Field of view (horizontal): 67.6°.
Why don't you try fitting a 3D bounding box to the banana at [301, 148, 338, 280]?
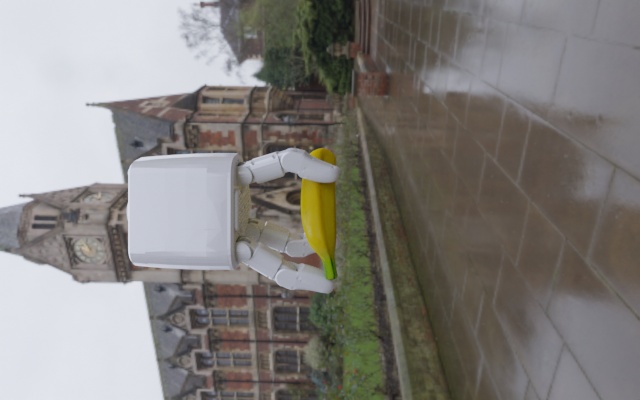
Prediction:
[{"bbox_3d":[-0.001,-0.010,0.524,0.037,0.070,0.197,-1,42,3],"label":"banana"}]
